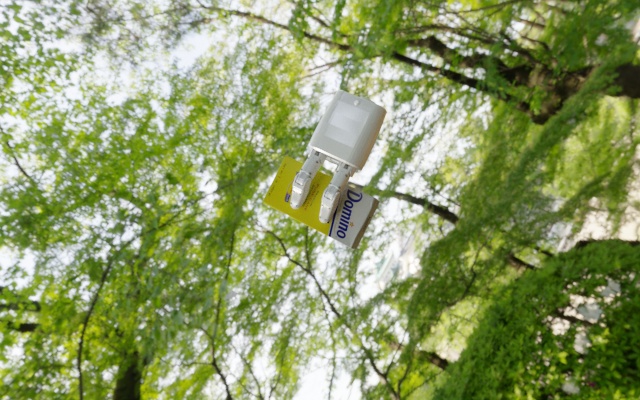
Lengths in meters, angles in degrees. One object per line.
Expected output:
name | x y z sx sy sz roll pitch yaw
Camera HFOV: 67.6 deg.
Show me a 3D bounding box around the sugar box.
sugar box | 0.000 0.002 0.803 0.176 0.093 0.048 26 0 20
